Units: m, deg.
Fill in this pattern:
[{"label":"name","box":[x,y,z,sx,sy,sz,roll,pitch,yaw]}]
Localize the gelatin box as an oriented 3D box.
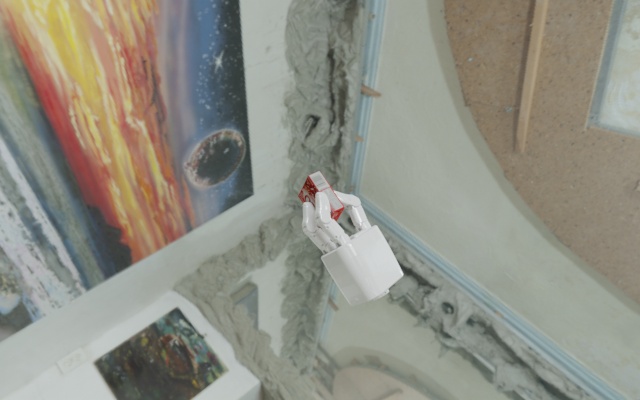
[{"label":"gelatin box","box":[0.000,0.002,0.879,0.030,0.089,0.073,-23,-21,-30]}]
